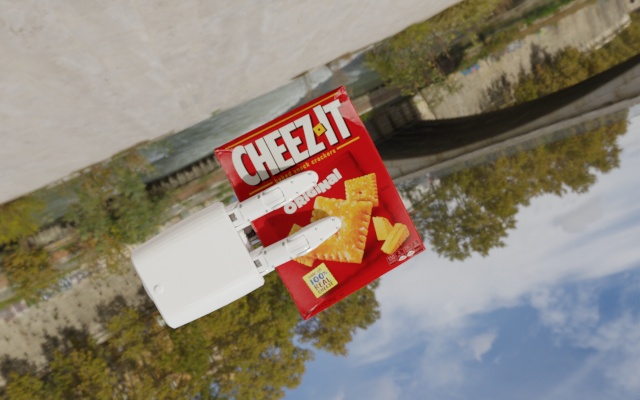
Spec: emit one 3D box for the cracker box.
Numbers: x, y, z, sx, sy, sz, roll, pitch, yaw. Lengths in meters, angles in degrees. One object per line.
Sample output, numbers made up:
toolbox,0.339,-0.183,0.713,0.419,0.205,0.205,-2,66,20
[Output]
cracker box,0.000,0.002,0.551,0.164,0.214,0.072,-28,5,-7
